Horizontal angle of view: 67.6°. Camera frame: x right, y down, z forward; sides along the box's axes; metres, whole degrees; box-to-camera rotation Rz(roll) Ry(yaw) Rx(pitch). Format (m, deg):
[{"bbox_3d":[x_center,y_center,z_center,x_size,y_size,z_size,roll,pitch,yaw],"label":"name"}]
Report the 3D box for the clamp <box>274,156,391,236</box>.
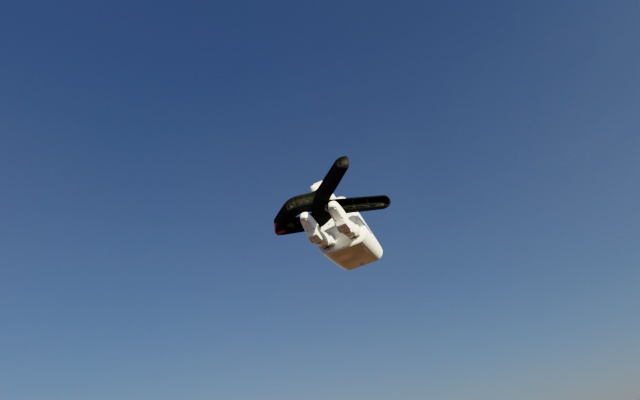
[{"bbox_3d":[0.000,0.002,0.832,0.210,0.036,0.165,-22,-38,17],"label":"clamp"}]
